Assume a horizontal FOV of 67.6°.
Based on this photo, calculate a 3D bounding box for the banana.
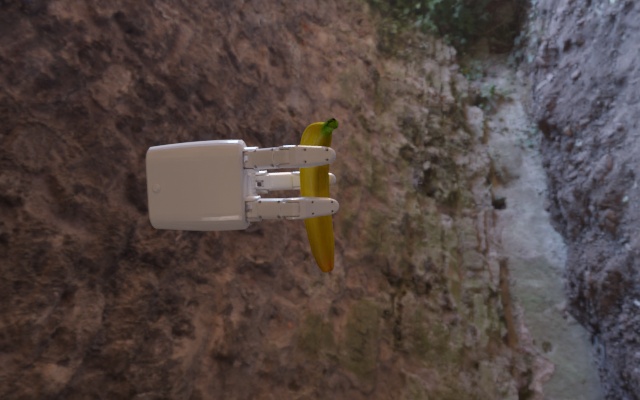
[{"bbox_3d":[-0.003,-0.010,0.565,0.037,0.198,0.069,-6,29,-9],"label":"banana"}]
